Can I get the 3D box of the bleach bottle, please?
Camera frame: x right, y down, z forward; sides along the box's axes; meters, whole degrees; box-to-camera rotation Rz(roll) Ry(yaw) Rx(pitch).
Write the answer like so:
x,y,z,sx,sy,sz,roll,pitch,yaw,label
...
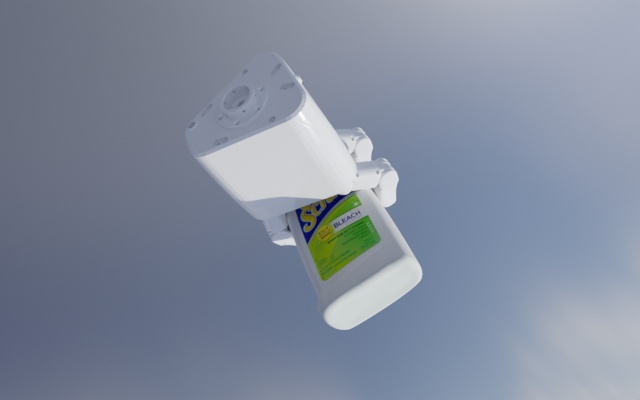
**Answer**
x,y,z,sx,sy,sz,roll,pitch,yaw,label
0.000,0.002,0.502,0.102,0.250,0.068,-34,-39,4,bleach bottle
